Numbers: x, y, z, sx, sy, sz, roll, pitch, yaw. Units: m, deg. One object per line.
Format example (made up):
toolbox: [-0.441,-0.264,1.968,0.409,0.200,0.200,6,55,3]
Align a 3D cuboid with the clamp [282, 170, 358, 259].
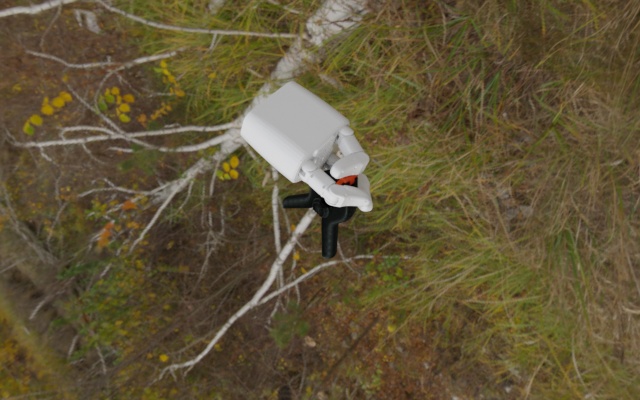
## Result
clamp: [0.000,0.003,0.705,0.120,0.172,0.039,40,47,14]
